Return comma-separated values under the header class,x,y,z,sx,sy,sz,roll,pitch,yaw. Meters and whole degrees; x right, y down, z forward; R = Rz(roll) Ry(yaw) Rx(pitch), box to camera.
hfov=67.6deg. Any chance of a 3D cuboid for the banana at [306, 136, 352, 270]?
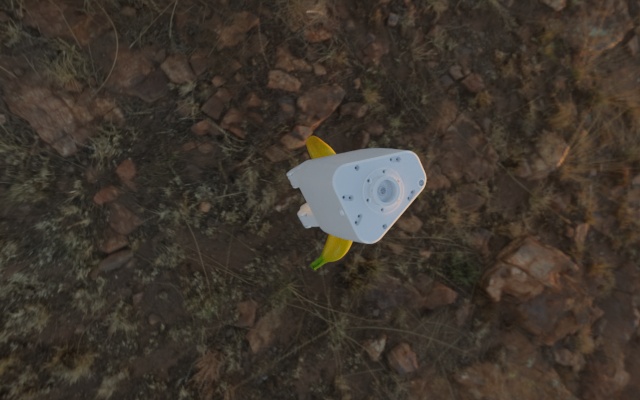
class,x,y,z,sx,sy,sz,roll,pitch,yaw
banana,0.018,0.004,0.693,0.069,0.198,0.037,-5,8,-18
